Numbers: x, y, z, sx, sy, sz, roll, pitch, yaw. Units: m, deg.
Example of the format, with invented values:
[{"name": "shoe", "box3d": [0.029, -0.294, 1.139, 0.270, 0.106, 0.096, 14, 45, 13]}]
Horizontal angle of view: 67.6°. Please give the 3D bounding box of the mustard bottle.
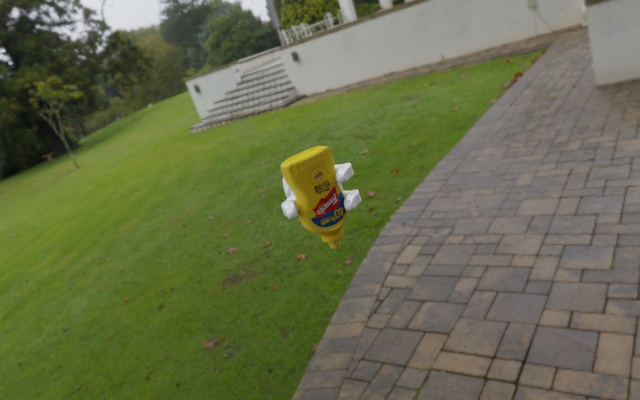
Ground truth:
[{"name": "mustard bottle", "box3d": [0.000, 0.003, 0.884, 0.096, 0.192, 0.058, -29, 21, -27]}]
